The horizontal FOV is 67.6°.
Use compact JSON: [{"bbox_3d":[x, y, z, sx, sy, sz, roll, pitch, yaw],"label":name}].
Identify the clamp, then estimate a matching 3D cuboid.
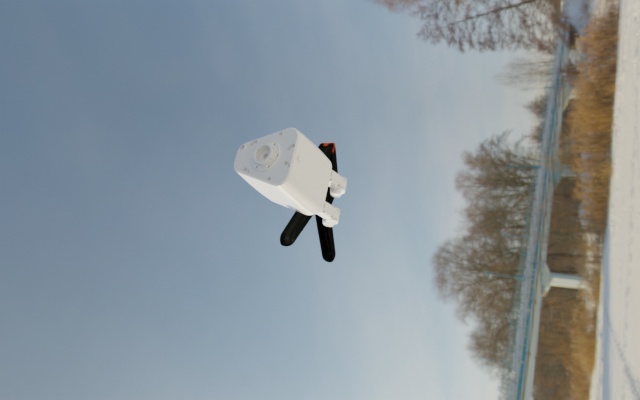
[{"bbox_3d":[-0.001,0.002,0.834,0.036,0.210,0.165,3,-21,28],"label":"clamp"}]
